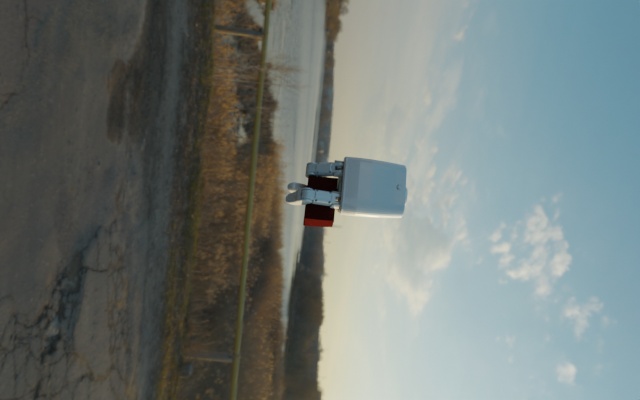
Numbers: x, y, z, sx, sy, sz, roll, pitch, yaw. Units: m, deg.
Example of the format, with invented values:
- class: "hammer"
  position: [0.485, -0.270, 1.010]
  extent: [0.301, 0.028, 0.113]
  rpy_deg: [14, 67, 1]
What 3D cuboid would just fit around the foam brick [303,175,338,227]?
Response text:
- class: "foam brick"
  position: [0.000, 0.003, 0.818]
  extent: [0.051, 0.078, 0.053]
  rpy_deg: [6, -15, -2]
